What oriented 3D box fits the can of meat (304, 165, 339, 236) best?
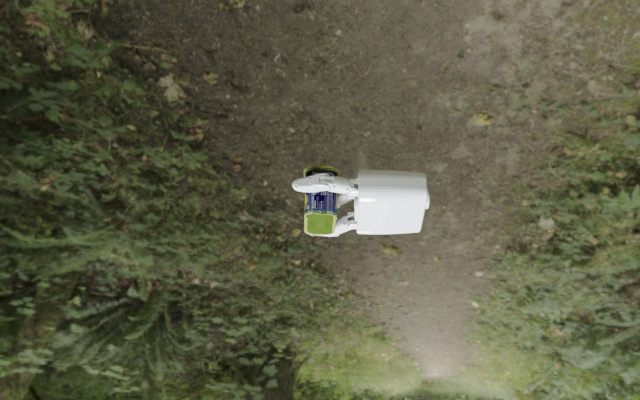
[{"bbox_3d":[0.000,0.003,0.787,0.057,0.084,0.102,1,-24,-1],"label":"can of meat"}]
